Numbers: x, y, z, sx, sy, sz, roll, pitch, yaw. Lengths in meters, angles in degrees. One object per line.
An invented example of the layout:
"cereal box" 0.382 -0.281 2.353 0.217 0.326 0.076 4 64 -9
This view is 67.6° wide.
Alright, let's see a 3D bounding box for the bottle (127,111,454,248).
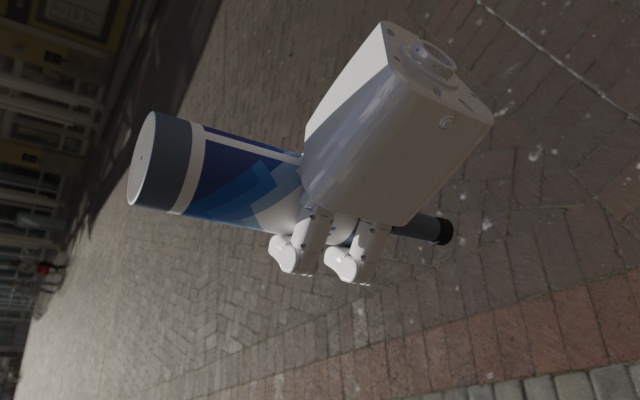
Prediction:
"bottle" 0.000 0.001 0.400 0.296 0.069 0.069 14 -7 -31
